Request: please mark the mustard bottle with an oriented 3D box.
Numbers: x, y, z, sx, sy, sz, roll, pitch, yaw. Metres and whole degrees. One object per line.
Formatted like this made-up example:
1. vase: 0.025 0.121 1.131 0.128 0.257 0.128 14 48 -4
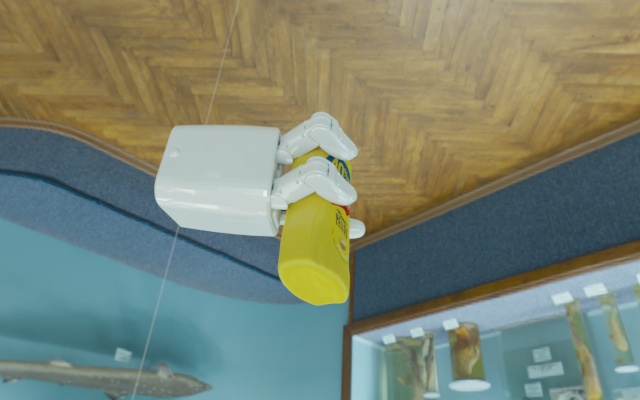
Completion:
1. mustard bottle: 0.000 0.002 0.489 0.058 0.191 0.096 -11 -38 20
